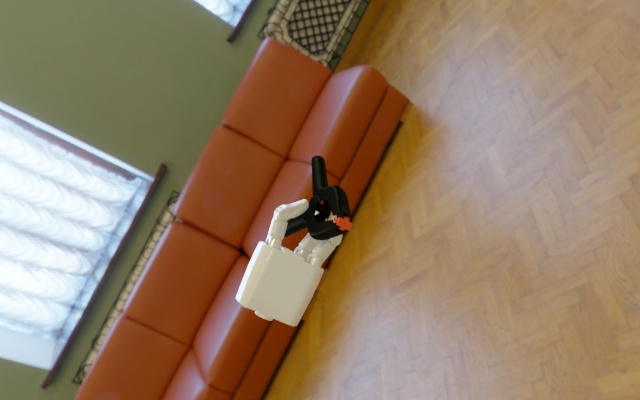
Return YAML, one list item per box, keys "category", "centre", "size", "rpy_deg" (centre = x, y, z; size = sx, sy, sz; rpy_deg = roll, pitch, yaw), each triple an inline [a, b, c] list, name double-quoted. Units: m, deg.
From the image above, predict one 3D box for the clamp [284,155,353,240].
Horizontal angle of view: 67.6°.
- category: "clamp"
  centre: [0.000, 0.003, 0.813]
  size: [0.036, 0.164, 0.210]
  rpy_deg: [24, -3, -27]
